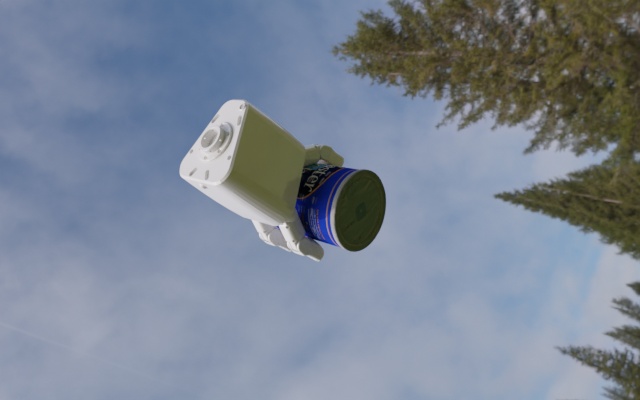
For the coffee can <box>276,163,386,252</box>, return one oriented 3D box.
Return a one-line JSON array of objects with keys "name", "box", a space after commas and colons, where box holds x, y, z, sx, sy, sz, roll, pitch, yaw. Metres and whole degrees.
[{"name": "coffee can", "box": [0.000, 0.002, 0.631, 0.140, 0.103, 0.103, 12, 8, 42]}]
